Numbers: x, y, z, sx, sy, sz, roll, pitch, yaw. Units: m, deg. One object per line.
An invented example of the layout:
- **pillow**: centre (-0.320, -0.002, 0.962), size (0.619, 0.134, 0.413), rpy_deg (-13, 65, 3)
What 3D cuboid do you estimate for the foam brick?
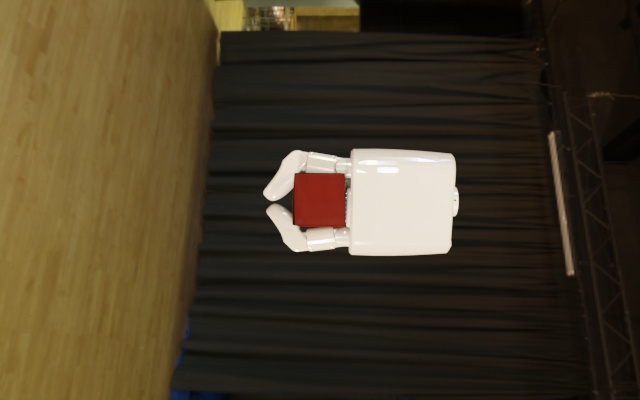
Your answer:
- **foam brick**: centre (0.000, 0.002, 0.496), size (0.051, 0.053, 0.078), rpy_deg (1, -4, 2)
